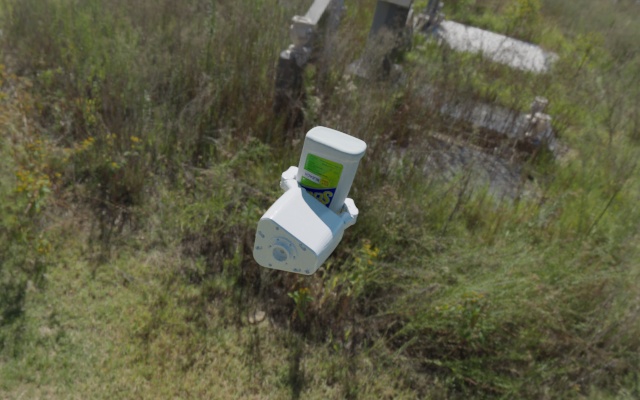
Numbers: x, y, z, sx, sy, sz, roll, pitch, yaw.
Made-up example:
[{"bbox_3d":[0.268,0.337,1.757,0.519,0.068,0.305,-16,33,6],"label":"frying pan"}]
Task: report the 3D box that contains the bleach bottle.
[{"bbox_3d":[0.000,0.003,0.841,0.102,0.251,0.068,23,33,14],"label":"bleach bottle"}]
